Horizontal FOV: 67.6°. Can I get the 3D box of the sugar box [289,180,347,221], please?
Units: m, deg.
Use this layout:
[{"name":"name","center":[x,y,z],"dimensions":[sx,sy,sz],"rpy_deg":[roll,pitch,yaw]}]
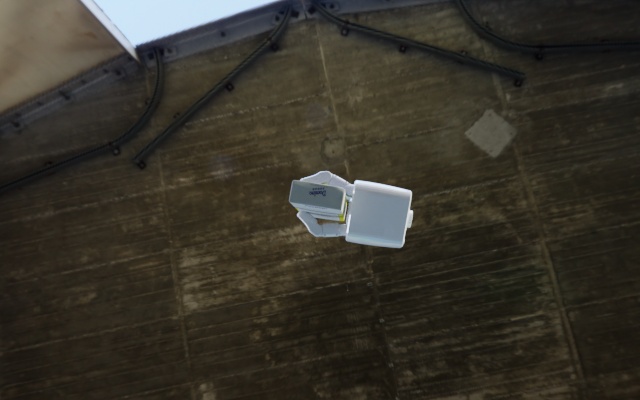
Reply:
[{"name":"sugar box","center":[0.000,0.002,0.887],"dimensions":[0.093,0.048,0.176],"rpy_deg":[9,-10,5]}]
